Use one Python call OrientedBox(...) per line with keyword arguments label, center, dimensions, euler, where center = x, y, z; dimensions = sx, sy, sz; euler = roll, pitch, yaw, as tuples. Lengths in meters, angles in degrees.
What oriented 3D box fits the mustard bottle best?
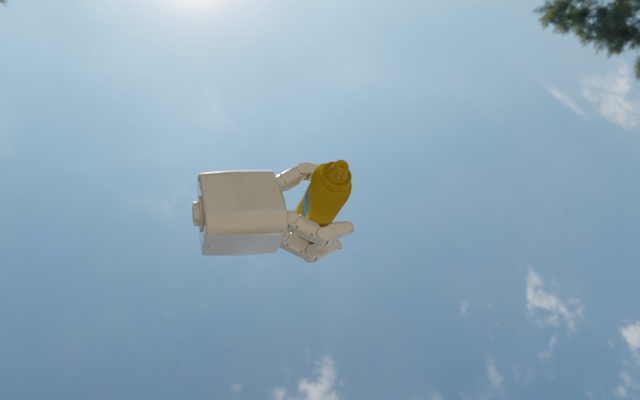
OrientedBox(label="mustard bottle", center=(0.000, 0.002, 0.683), dimensions=(0.058, 0.096, 0.192), euler=(20, -34, -6))
